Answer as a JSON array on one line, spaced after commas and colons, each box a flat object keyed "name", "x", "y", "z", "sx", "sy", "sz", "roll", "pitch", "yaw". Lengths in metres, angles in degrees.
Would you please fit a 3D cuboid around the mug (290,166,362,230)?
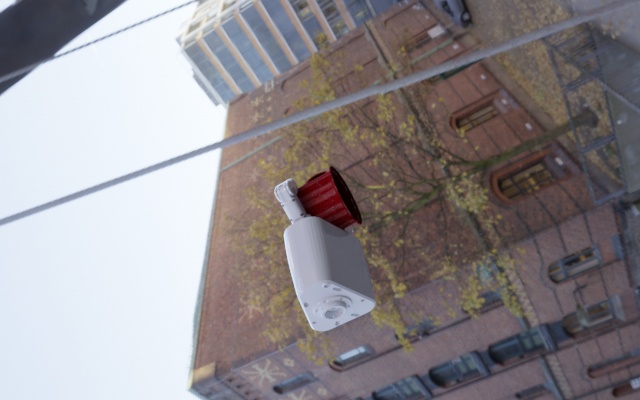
[{"name": "mug", "x": 0.000, "y": 0.001, "z": 0.693, "sx": 0.081, "sy": 0.117, "sz": 0.093, "roll": -28, "pitch": -47, "yaw": 13}]
